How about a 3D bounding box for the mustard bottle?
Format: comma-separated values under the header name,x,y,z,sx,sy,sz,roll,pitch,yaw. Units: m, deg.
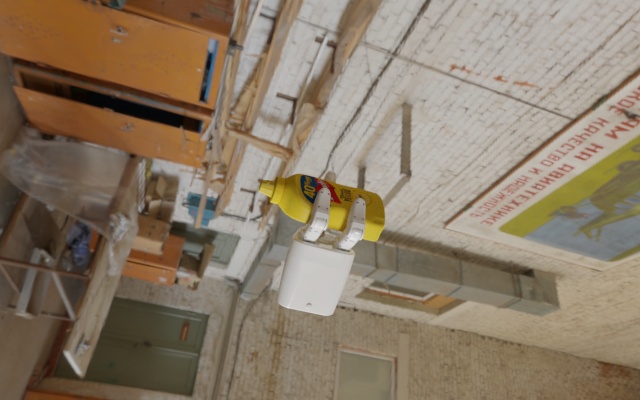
name,x,y,z,sx,sy,sz,roll,pitch,yaw
mustard bottle,0.000,0.002,0.731,0.191,0.058,0.096,15,34,-13
